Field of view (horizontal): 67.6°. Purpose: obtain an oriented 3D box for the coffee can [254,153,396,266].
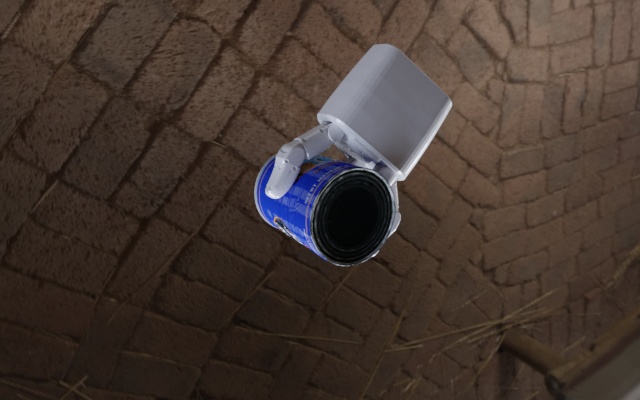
[{"bbox_3d":[0.000,0.002,0.533,0.103,0.103,0.140,0,13,-31],"label":"coffee can"}]
